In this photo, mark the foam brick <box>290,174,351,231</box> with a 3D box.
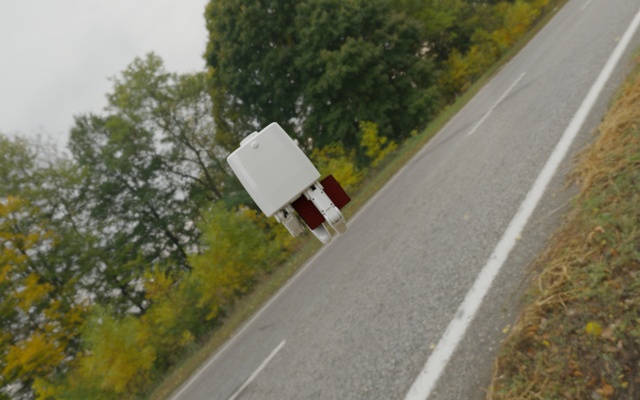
[{"bbox_3d":[0.000,0.002,0.736,0.078,0.051,0.053,-38,3,-4],"label":"foam brick"}]
